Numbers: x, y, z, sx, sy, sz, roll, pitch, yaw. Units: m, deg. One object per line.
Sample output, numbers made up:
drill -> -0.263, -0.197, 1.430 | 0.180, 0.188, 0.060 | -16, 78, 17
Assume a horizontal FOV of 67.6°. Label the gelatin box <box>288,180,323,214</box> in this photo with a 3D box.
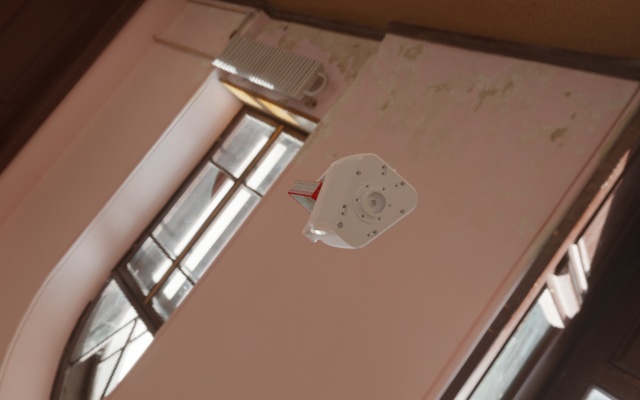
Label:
gelatin box -> 0.000, 0.003, 0.723 | 0.073, 0.030, 0.089 | 42, -16, -24
